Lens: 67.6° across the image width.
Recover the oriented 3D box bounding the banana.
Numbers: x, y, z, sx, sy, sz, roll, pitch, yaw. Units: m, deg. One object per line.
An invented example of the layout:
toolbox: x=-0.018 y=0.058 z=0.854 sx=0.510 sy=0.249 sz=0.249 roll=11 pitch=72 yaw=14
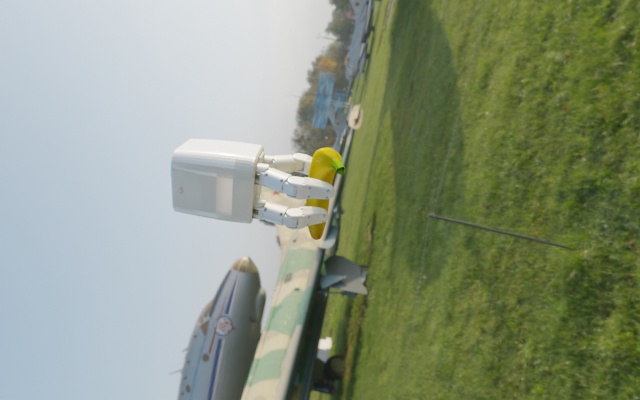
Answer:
banana: x=0.000 y=-0.016 z=0.666 sx=0.037 sy=0.069 sz=0.198 roll=3 pitch=-30 yaw=-7
